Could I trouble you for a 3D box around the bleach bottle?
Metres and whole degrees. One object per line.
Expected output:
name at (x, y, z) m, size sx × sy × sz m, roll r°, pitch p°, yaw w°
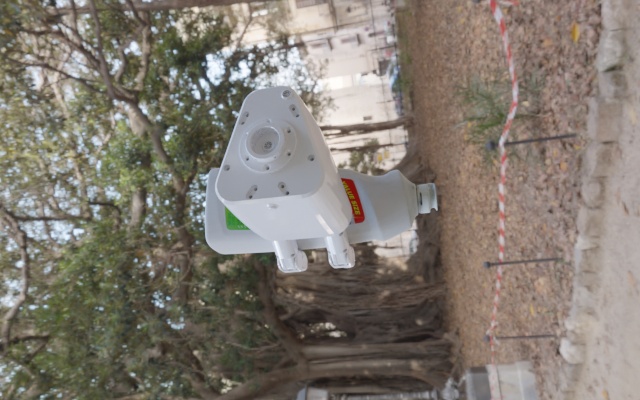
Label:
bleach bottle at (0.000, 0.002, 0.533) m, size 0.251 × 0.102 × 0.068 m, roll -6°, pitch -21°, yaw 12°
